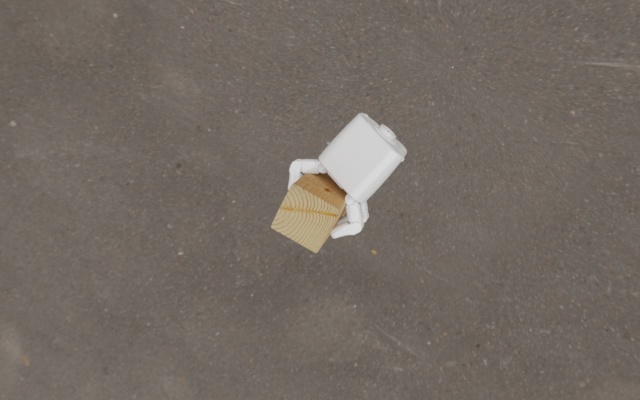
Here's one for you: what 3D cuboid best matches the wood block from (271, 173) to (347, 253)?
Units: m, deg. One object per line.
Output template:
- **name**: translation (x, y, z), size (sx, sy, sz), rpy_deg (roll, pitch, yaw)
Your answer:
- **wood block**: translation (0.000, 0.002, 0.863), size (0.091, 0.090, 0.206), rpy_deg (30, 21, 6)
